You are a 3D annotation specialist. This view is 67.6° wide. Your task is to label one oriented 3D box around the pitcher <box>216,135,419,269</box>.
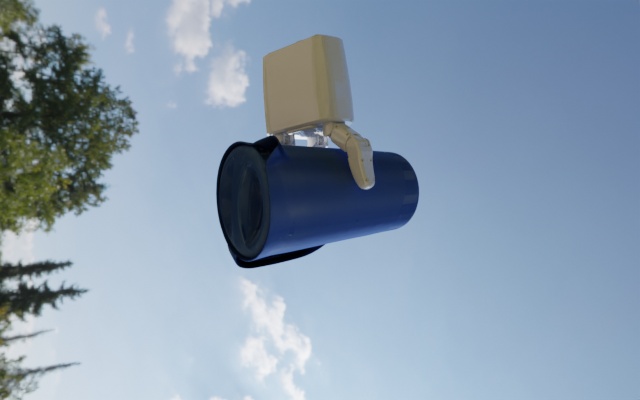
[{"bbox_3d":[0.000,0.002,0.599,0.243,0.145,0.149,-4,-5,-36],"label":"pitcher"}]
